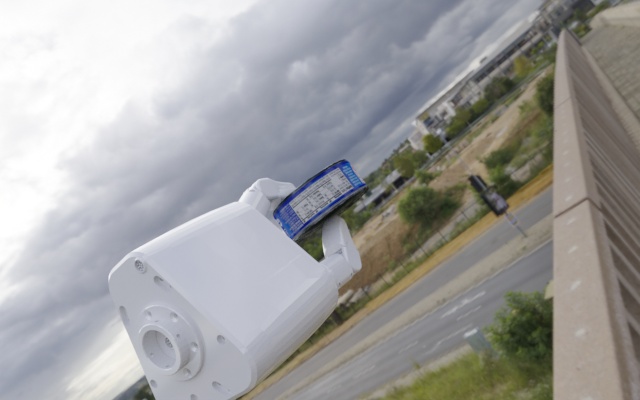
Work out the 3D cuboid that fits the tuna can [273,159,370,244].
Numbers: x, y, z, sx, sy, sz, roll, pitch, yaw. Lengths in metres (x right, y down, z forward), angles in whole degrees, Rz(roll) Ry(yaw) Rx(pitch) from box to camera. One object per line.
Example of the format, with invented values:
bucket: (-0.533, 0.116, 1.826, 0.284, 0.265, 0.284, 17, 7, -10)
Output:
tuna can: (0.000, 0.001, 0.428, 0.086, 0.033, 0.086, -36, -7, -5)
